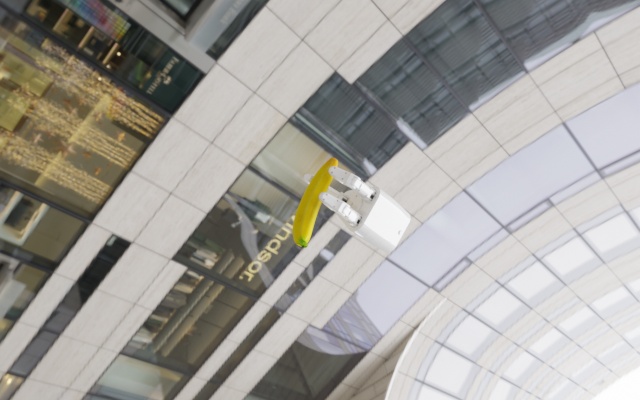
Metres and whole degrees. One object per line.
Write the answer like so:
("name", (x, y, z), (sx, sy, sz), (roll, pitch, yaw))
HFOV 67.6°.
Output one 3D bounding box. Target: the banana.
("banana", (-0.013, 0.010, 0.888), (0.037, 0.197, 0.069), (35, -33, -29))
